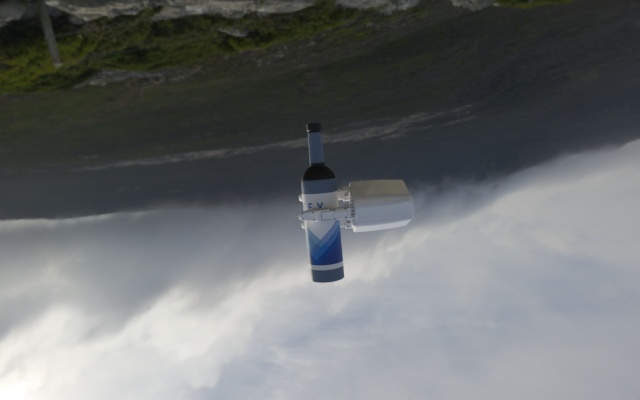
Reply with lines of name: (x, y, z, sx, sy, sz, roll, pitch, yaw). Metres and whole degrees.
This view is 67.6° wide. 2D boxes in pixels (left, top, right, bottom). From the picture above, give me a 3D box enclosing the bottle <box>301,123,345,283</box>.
bottle: (0.000, 0.003, 0.900, 0.069, 0.296, 0.069, -5, 6, 0)
